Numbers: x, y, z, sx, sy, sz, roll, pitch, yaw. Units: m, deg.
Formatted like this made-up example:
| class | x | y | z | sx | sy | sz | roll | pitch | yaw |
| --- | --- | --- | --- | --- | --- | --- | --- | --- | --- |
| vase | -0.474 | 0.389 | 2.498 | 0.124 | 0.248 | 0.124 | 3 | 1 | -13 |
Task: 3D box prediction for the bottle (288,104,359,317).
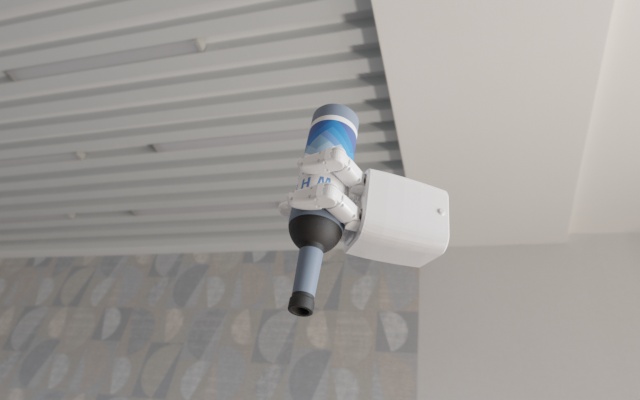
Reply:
| class | x | y | z | sx | sy | sz | roll | pitch | yaw |
| --- | --- | --- | --- | --- | --- | --- | --- | --- | --- |
| bottle | 0.000 | 0.002 | 0.591 | 0.069 | 0.295 | 0.069 | 7 | -38 | 5 |
